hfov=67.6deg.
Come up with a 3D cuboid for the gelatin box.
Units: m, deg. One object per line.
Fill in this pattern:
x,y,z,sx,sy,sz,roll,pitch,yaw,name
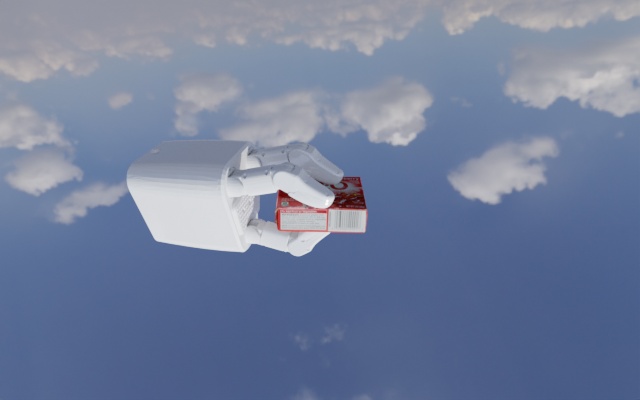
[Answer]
0.000,0.002,0.489,0.089,0.030,0.073,1,28,-2,gelatin box
